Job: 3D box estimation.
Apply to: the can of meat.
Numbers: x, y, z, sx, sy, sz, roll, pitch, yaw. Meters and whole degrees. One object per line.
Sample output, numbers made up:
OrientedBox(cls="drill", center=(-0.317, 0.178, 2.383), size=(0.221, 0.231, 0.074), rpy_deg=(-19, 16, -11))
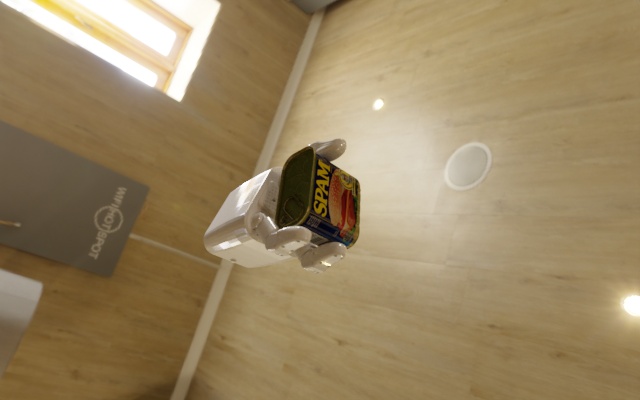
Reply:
OrientedBox(cls="can of meat", center=(0.000, 0.002, 0.557), size=(0.084, 0.102, 0.057), rpy_deg=(29, -38, -35))
